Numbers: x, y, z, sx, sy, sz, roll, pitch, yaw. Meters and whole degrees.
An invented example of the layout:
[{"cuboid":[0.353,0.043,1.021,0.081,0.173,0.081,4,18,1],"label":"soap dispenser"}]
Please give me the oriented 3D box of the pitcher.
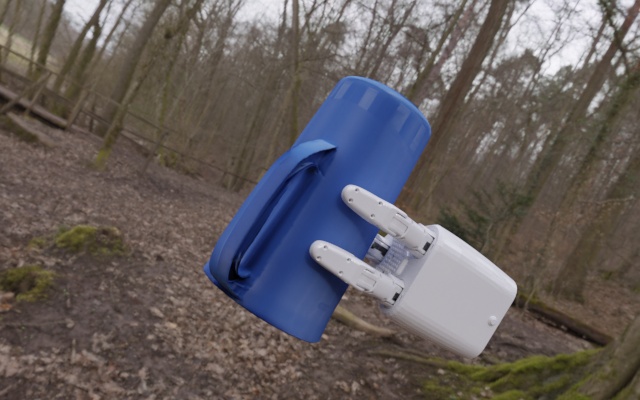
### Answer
[{"cuboid":[0.000,0.002,0.464,0.145,0.243,0.149,33,-3,-16],"label":"pitcher"}]
